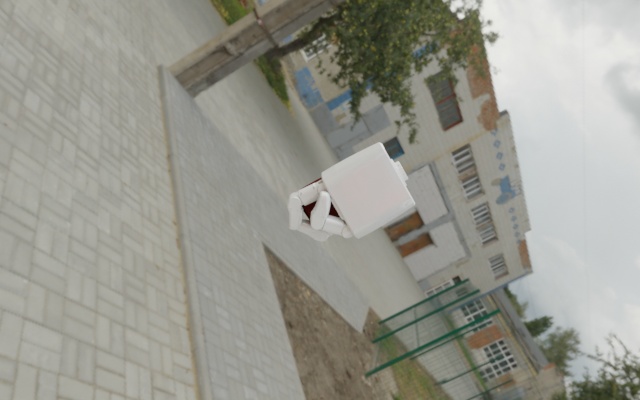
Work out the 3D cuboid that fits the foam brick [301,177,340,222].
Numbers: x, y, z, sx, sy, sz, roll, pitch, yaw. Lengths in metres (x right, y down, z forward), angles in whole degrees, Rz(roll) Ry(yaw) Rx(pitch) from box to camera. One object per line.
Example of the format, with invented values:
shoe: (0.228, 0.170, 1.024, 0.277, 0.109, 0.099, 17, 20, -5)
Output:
foam brick: (0.000, 0.002, 0.802, 0.051, 0.053, 0.078, -30, 21, 9)
